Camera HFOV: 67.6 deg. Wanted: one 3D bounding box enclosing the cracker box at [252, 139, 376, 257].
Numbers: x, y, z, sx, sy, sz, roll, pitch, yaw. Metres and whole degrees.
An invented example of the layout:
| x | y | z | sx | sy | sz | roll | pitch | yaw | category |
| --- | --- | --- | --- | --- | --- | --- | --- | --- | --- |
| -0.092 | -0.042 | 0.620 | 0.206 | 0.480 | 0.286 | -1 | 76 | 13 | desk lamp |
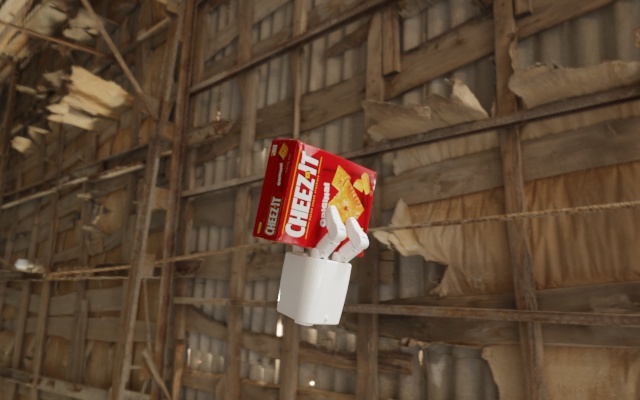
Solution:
| x | y | z | sx | sy | sz | roll | pitch | yaw | category |
| --- | --- | --- | --- | --- | --- | --- | --- | --- | --- |
| 0.000 | 0.003 | 0.823 | 0.072 | 0.164 | 0.214 | 5 | -8 | 44 | cracker box |
